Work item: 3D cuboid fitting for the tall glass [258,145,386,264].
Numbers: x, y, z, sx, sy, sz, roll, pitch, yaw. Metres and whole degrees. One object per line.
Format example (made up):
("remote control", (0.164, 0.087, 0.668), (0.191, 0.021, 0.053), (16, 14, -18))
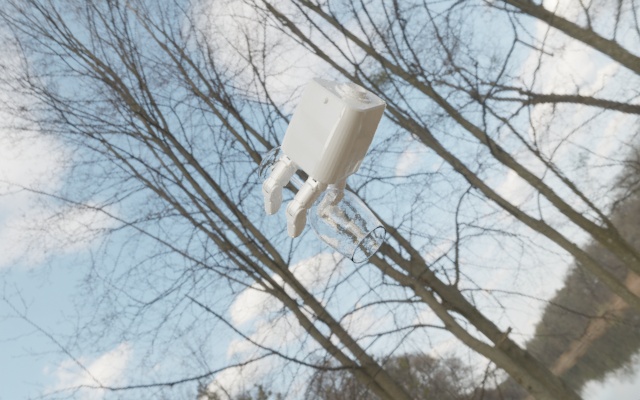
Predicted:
("tall glass", (0.000, 0.002, 0.672), (0.201, 0.079, 0.079), (42, 24, 30))
